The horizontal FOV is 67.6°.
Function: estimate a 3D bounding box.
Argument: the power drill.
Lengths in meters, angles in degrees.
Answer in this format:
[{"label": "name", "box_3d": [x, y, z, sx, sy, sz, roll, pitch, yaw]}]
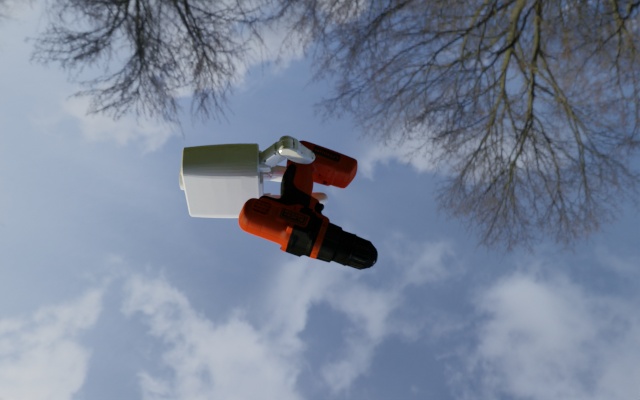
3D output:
[{"label": "power drill", "box_3d": [0.000, 0.002, 0.660, 0.184, 0.057, 0.187, 21, 40, -1]}]
